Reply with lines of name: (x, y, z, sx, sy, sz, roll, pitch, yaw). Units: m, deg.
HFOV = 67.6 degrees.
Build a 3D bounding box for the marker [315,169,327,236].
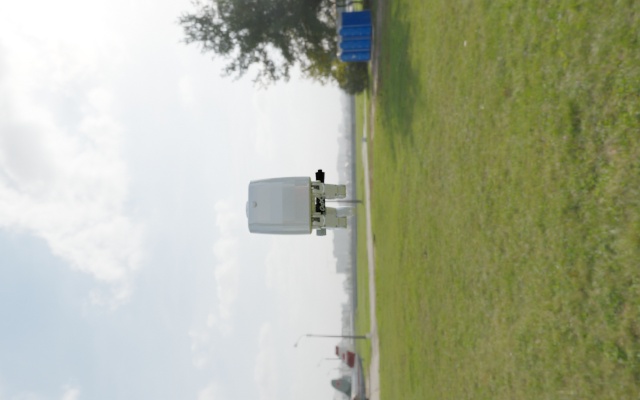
marker: (0.000, 0.003, 0.854, 0.020, 0.121, 0.020, -1, -11, 0)
